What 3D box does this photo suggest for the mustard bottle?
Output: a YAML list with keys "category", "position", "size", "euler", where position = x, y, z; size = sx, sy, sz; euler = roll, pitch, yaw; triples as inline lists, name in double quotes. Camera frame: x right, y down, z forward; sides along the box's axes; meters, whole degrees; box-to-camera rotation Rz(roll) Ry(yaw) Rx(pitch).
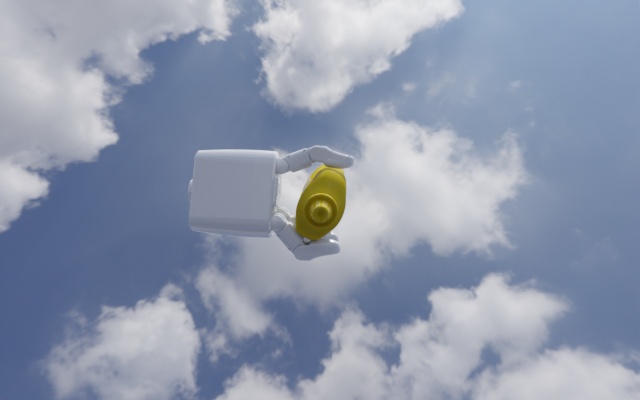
- category: "mustard bottle"
  position: [0.000, 0.002, 0.634]
  size: [0.058, 0.096, 0.191]
  euler: [27, 7, -3]
